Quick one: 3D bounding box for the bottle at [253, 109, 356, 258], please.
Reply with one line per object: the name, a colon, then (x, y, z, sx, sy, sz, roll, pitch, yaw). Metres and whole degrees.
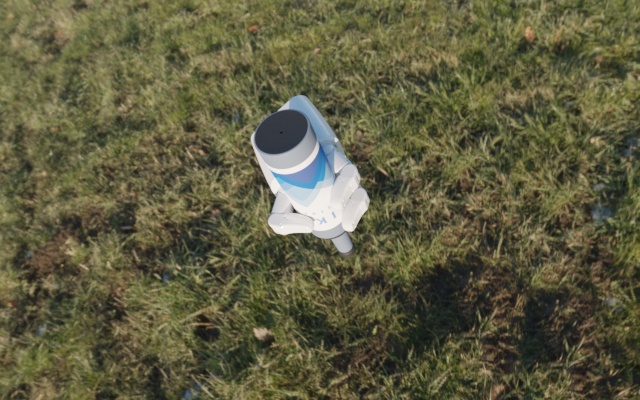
bottle: (0.000, 0.002, 0.637, 0.069, 0.069, 0.296, 0, -32, 20)
